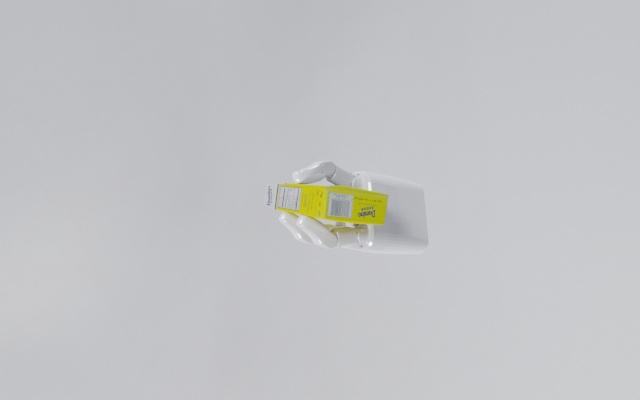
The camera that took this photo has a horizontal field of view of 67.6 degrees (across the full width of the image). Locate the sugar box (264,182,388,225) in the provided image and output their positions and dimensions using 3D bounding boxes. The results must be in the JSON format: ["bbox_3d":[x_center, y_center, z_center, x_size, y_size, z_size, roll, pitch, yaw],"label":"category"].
[{"bbox_3d":[0.000,0.003,0.649,0.093,0.048,0.176,8,-3,-30],"label":"sugar box"}]
